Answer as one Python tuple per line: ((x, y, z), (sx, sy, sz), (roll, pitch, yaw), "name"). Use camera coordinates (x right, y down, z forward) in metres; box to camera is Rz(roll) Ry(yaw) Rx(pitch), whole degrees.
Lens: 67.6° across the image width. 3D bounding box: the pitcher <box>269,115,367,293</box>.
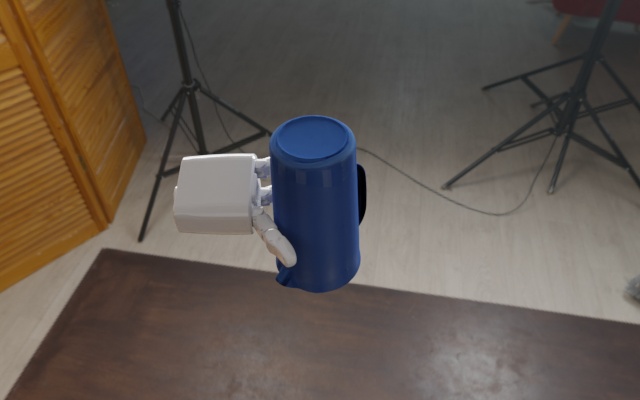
((0.000, 0.002, 0.673), (0.145, 0.243, 0.149), (-1, 45, 1), "pitcher")
